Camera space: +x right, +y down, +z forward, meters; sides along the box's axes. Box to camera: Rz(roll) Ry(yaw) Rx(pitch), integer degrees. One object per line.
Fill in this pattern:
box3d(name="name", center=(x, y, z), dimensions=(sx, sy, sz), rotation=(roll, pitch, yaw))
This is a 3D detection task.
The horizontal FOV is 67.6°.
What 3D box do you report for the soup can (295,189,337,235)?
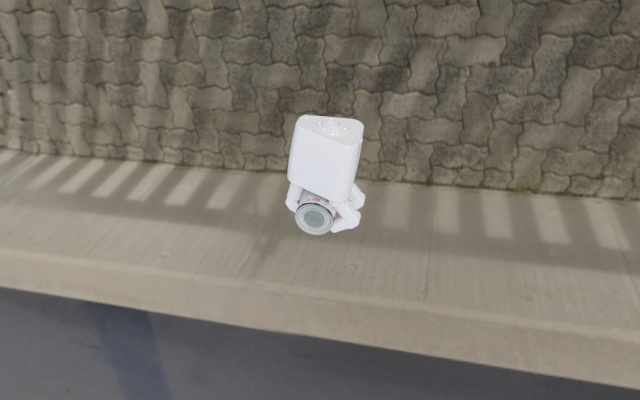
box3d(name="soup can", center=(0.000, 0.003, 0.827), dimensions=(0.068, 0.068, 0.102), rotation=(0, 36, 15))
